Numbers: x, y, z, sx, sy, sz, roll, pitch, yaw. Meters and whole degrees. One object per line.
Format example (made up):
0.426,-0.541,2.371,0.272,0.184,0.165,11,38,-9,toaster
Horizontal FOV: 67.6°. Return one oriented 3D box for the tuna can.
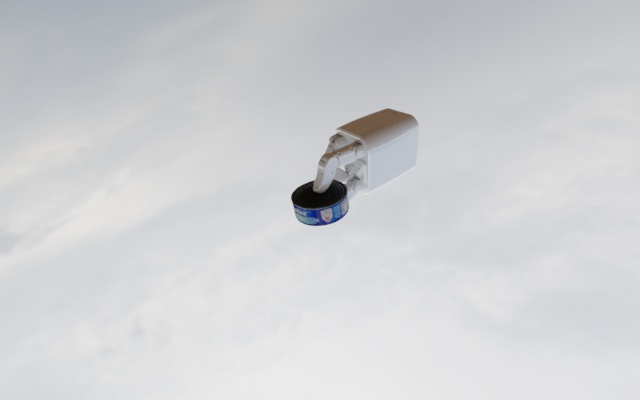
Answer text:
0.000,0.003,0.723,0.086,0.034,0.086,-8,31,5,tuna can
